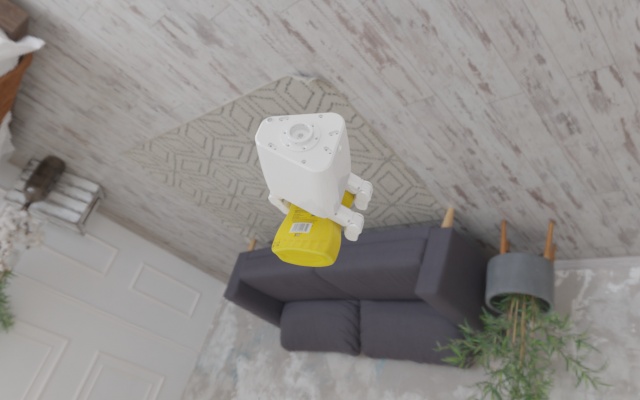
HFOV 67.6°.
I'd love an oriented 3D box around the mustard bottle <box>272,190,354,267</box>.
[{"bbox_3d":[0.000,0.003,0.716,0.096,0.191,0.058,-1,-34,32],"label":"mustard bottle"}]
